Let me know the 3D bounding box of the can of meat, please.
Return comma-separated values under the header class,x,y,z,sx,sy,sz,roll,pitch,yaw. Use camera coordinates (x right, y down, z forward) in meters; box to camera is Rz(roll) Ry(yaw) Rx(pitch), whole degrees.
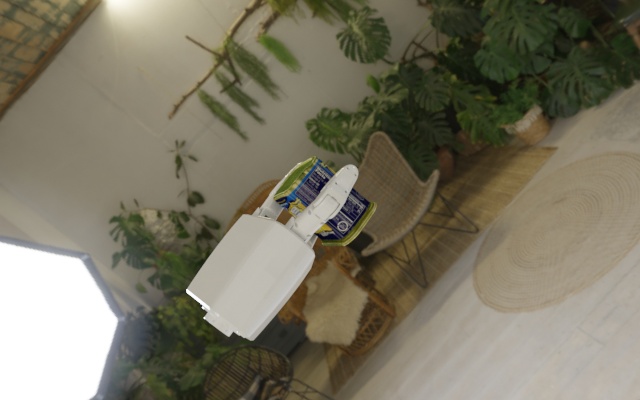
class,x,y,z,sx,sy,sz,roll,pitch,yaw
can of meat,0.000,0.001,0.521,0.084,0.057,0.102,40,-15,-10
